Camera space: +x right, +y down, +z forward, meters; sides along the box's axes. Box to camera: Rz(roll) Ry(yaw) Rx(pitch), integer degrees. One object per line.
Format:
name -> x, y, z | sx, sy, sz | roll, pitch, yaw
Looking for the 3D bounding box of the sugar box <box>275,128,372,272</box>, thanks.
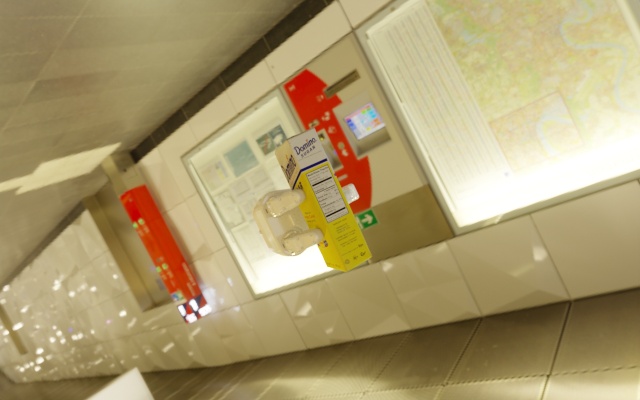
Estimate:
sugar box -> 0.000, 0.002, 0.616 | 0.048, 0.176, 0.093 | -28, 3, -16
